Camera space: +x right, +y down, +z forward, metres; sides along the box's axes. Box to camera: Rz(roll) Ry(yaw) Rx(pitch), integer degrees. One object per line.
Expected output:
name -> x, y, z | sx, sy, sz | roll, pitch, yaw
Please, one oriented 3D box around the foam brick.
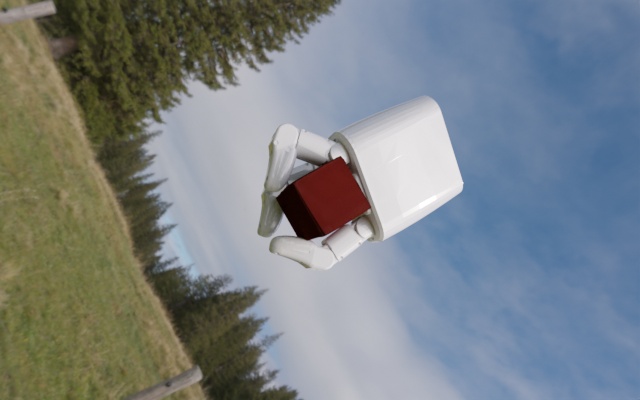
foam brick -> 0.000, 0.001, 0.427 | 0.051, 0.053, 0.078 | -29, 0, -18
